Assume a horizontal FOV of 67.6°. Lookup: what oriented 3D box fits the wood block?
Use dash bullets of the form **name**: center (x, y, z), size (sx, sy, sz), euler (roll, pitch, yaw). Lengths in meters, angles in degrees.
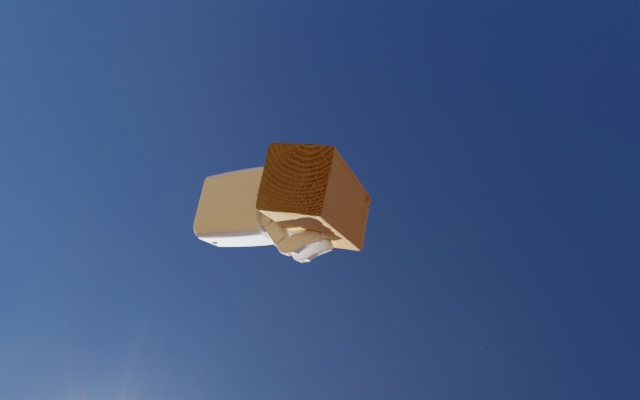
- **wood block**: center (0.000, 0.002, 0.667), size (0.090, 0.090, 0.206), euler (5, -15, 20)
